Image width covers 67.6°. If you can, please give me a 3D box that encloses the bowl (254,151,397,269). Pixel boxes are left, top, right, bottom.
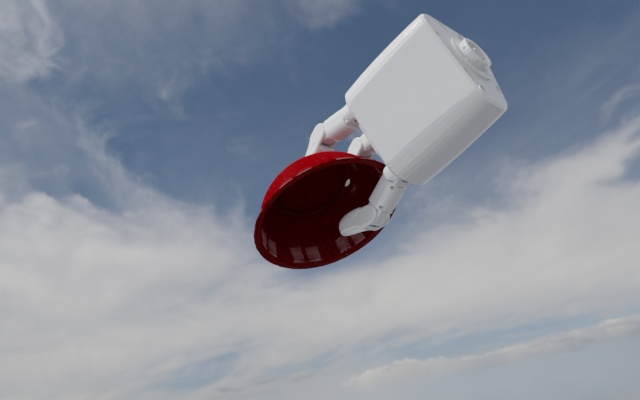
[{"bbox_3d":[-0.001,0.002,0.512,0.162,0.162,0.055,0,42,-30],"label":"bowl"}]
